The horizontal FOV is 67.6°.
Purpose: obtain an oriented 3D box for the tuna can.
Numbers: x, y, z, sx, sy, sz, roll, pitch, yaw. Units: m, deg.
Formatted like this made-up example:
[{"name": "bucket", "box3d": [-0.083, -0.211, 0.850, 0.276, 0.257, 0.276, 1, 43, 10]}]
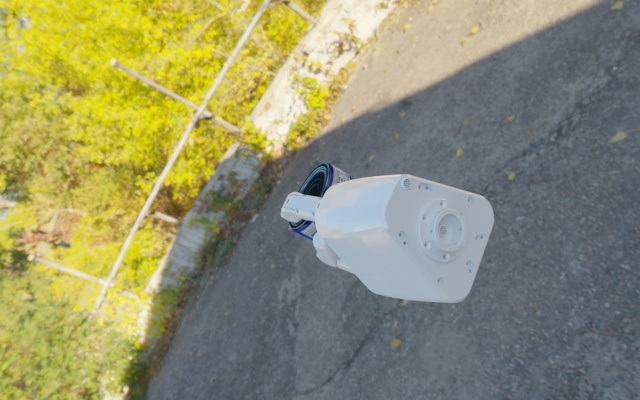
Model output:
[{"name": "tuna can", "box3d": [0.000, 0.001, 0.531, 0.034, 0.086, 0.086, 28, -10, -19]}]
